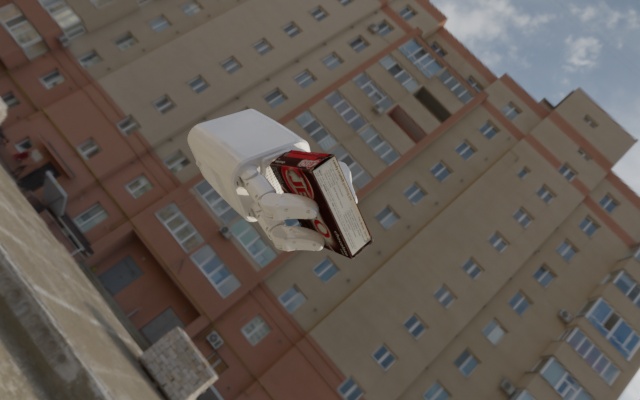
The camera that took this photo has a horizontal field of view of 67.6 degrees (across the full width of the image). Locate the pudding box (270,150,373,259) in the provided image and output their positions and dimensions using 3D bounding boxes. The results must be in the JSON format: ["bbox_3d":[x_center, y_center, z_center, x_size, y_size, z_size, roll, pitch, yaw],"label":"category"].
[{"bbox_3d":[0.000,0.002,0.522,0.039,0.113,0.090,-38,25,-21],"label":"pudding box"}]
